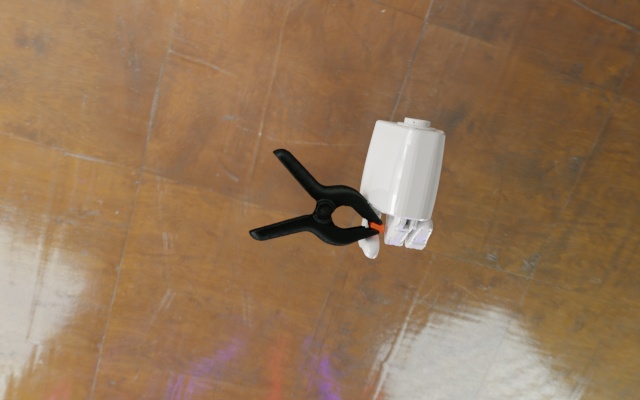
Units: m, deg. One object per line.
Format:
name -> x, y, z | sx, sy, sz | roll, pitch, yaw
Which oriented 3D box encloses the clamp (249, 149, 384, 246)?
clamp -> 0.000, 0.002, 0.615 | 0.171, 0.120, 0.039 | 8, 10, -8
